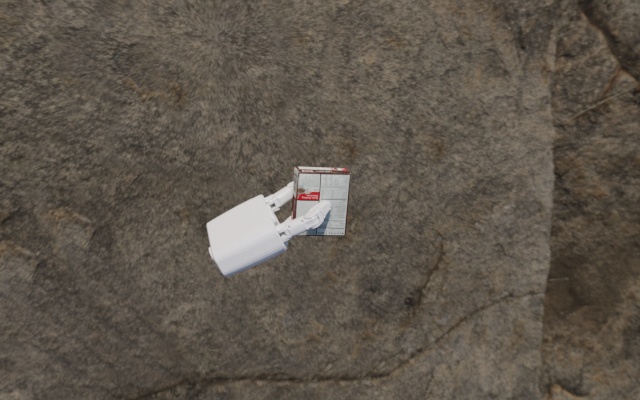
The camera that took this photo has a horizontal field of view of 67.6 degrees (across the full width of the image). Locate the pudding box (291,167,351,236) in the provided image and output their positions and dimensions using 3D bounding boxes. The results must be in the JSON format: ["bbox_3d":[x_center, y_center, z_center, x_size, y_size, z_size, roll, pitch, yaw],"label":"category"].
[{"bbox_3d":[0.000,0.003,0.789,0.090,0.113,0.039,1,18,-12],"label":"pudding box"}]
